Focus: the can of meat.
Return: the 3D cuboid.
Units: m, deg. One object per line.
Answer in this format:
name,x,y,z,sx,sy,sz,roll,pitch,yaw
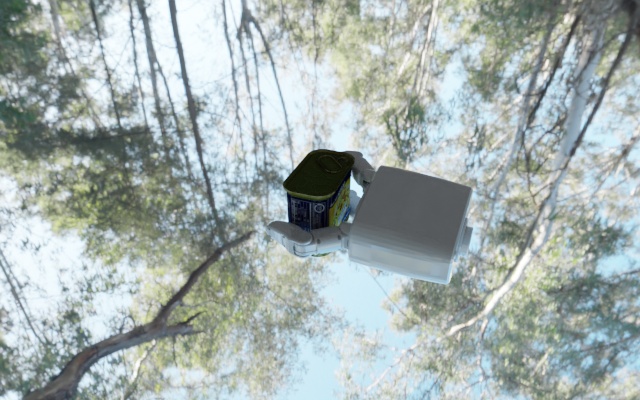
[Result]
can of meat,0.000,0.002,0.544,0.057,0.084,0.102,12,35,17
